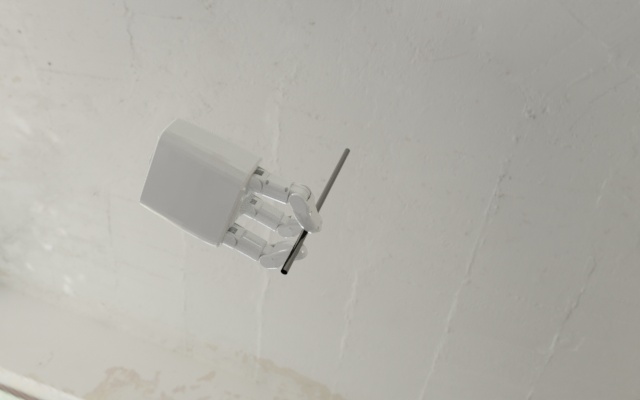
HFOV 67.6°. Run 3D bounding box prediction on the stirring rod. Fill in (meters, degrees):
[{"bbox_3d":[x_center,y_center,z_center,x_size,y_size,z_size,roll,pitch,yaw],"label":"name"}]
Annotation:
[{"bbox_3d":[0.000,0.002,0.579,0.011,0.011,0.239,0,37,23],"label":"stirring rod"}]
